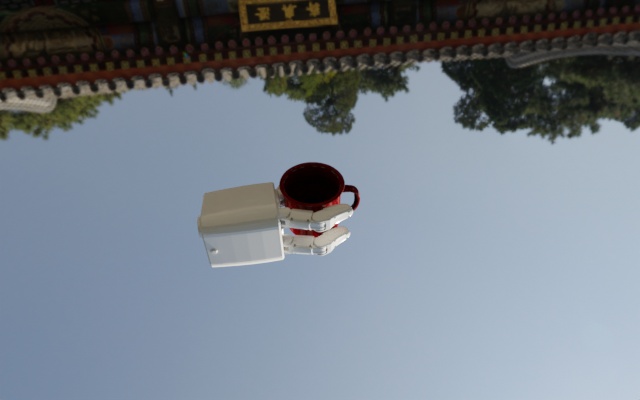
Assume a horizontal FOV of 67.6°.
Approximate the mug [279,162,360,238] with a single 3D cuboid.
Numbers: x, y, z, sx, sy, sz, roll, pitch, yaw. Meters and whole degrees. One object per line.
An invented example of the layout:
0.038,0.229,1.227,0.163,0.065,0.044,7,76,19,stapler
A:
0.002,0.002,0.706,0.117,0.082,0.093,-6,45,-5,mug
